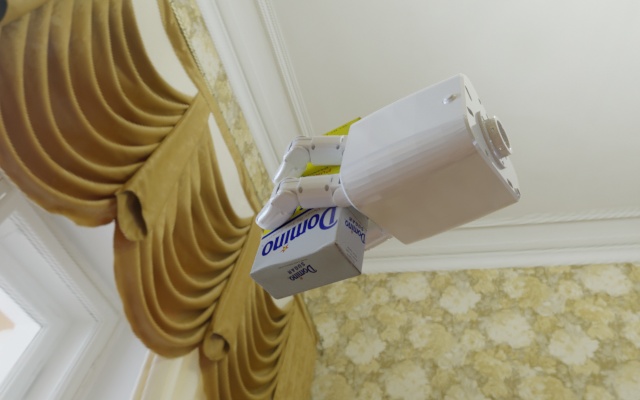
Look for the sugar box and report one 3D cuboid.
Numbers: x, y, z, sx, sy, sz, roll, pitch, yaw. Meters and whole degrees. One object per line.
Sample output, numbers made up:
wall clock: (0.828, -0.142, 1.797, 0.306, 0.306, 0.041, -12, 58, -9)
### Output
sugar box: (0.000, 0.001, 0.451, 0.093, 0.048, 0.176, -23, 32, 30)
